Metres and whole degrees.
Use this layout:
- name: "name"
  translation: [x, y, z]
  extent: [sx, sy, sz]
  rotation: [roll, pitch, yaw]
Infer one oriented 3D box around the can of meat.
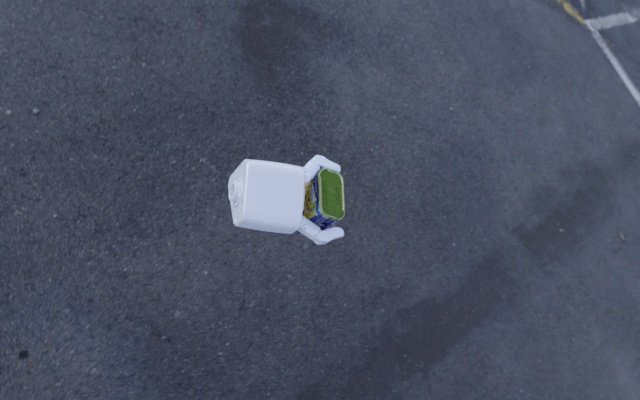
- name: "can of meat"
  translation: [0.000, 0.003, 0.867]
  extent: [0.057, 0.102, 0.084]
  rotation: [12, -28, -27]
